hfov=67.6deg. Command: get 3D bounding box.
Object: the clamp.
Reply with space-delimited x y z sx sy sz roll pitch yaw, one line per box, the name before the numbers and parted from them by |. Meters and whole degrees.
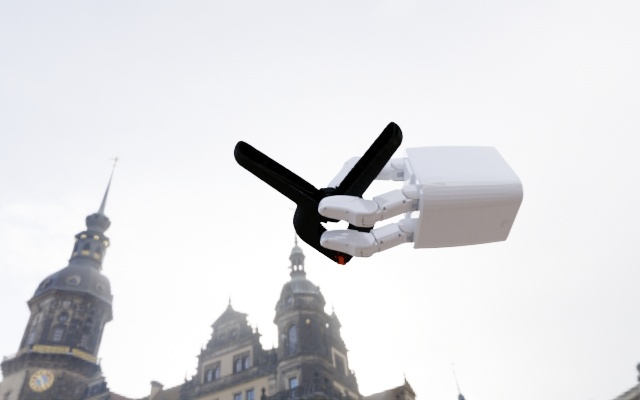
clamp | 0.000 0.001 0.524 0.164 0.036 0.210 -1 -42 3
